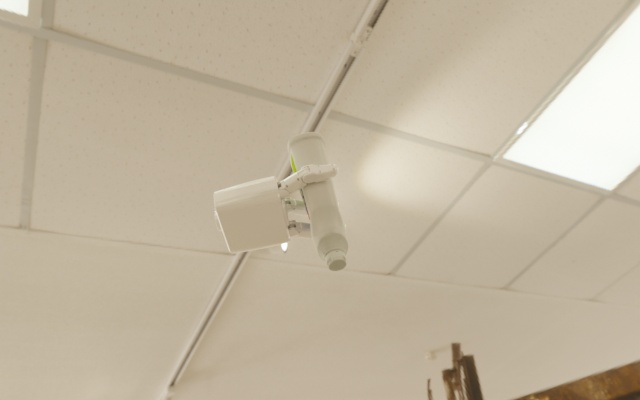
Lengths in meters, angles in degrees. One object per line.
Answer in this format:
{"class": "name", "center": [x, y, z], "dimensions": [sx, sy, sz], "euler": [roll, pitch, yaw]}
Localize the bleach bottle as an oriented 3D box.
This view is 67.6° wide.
{"class": "bleach bottle", "center": [0.000, 0.003, 0.795], "dimensions": [0.068, 0.250, 0.103], "euler": [-13, -42, -3]}
